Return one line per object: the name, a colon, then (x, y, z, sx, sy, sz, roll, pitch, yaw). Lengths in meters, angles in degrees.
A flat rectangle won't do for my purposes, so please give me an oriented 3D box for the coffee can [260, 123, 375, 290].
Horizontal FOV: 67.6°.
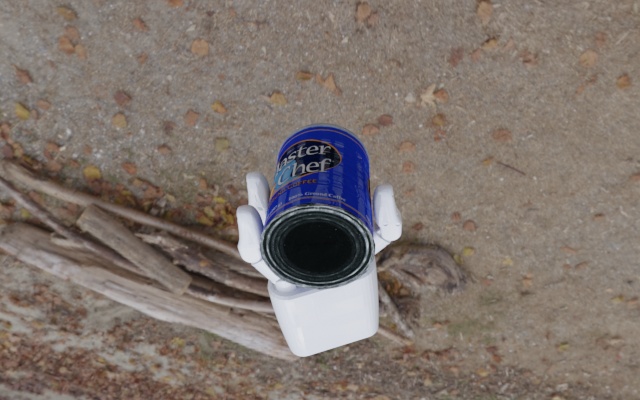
coffee can: (0.000, 0.001, 0.474, 0.103, 0.103, 0.140, 0, 38, 3)
